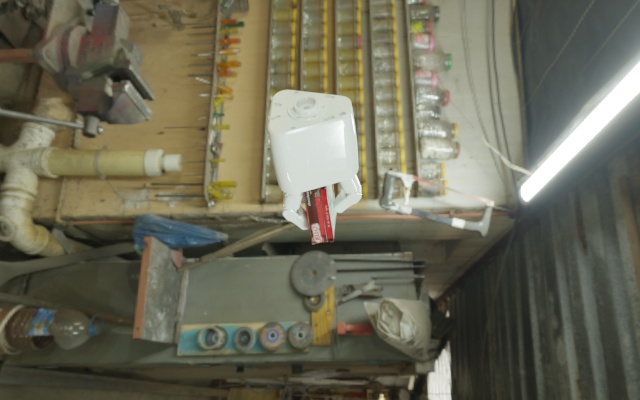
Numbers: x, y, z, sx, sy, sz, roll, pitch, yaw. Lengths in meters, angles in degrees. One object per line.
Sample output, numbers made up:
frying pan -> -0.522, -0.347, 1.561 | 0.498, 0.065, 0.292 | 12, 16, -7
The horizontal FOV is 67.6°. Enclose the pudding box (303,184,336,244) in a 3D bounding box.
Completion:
pudding box -> 0.000, 0.002, 0.728 | 0.039, 0.090, 0.113 | -5, 20, 7
